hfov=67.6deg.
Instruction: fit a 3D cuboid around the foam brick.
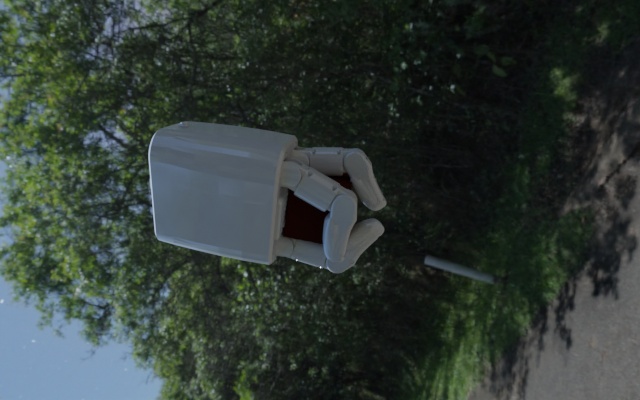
[{"bbox_3d":[0.000,0.001,0.437,0.051,0.053,0.078,10,16,3],"label":"foam brick"}]
